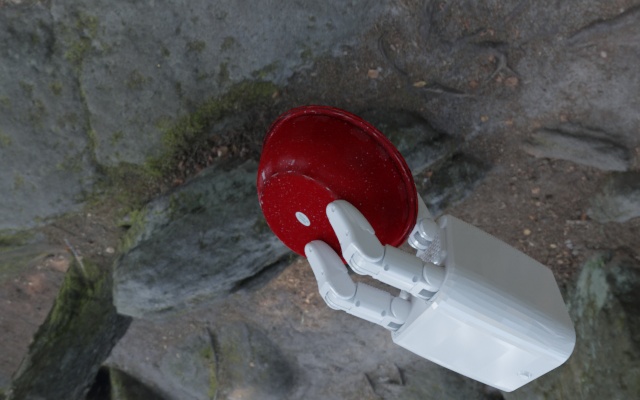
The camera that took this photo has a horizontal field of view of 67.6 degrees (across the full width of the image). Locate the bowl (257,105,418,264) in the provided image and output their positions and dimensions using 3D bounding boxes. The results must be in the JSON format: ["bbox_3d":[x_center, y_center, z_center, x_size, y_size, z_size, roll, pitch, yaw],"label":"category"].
[{"bbox_3d":[-0.001,0.001,0.420,0.162,0.162,0.055,0,32,36],"label":"bowl"}]
